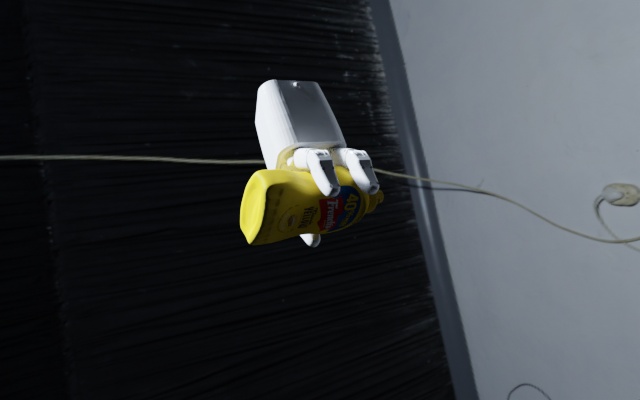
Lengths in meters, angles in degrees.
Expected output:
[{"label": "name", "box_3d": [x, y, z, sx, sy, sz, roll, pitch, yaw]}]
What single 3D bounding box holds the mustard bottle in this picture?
[{"label": "mustard bottle", "box_3d": [0.000, 0.002, 0.599, 0.191, 0.096, 0.058, -6, 42, -32]}]
